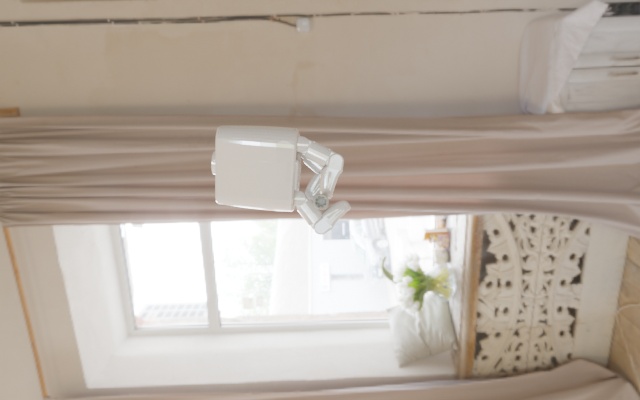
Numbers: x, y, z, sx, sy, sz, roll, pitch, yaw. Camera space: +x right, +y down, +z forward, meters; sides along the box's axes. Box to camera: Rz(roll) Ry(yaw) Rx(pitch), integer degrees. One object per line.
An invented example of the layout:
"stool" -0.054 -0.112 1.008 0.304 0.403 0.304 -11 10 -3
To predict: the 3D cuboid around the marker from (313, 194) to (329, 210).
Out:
"marker" 0.000 0.002 0.619 0.020 0.020 0.121 0 -1 0
